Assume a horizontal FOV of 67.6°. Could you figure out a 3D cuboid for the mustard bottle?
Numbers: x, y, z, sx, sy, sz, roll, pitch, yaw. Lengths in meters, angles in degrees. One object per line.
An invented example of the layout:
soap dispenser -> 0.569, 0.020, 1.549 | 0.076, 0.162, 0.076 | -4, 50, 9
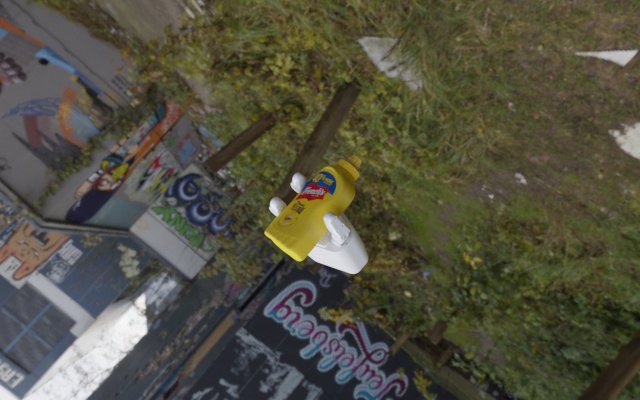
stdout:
mustard bottle -> 0.000, 0.002, 0.762 | 0.058, 0.191, 0.096 | 47, -12, -31
